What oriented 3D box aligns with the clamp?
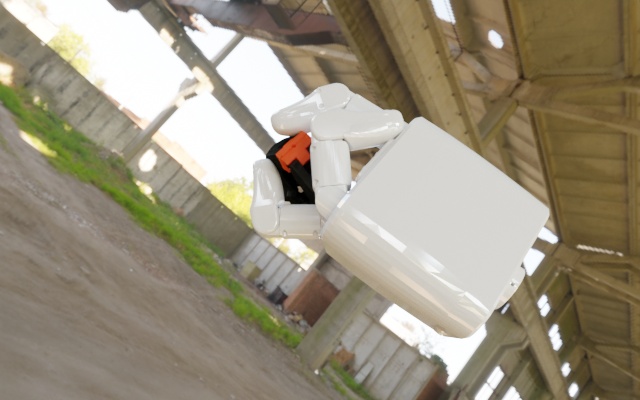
[{"bbox_3d":[0.000,0.001,0.409,0.120,0.039,0.171,36,-10,11],"label":"clamp"}]
